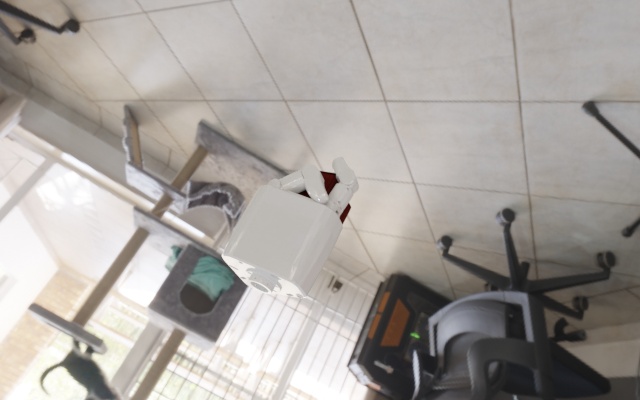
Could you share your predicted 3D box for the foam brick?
[{"bbox_3d":[0.000,0.002,0.652,0.053,0.051,0.078,11,-32,30],"label":"foam brick"}]
